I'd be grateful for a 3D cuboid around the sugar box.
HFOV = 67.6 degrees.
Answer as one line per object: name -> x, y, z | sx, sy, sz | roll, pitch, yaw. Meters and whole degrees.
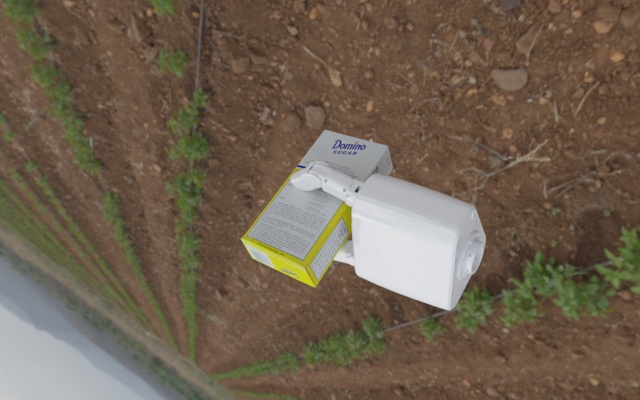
sugar box -> 0.000, 0.002, 0.538 | 0.093, 0.176, 0.048 | 20, -31, 31
